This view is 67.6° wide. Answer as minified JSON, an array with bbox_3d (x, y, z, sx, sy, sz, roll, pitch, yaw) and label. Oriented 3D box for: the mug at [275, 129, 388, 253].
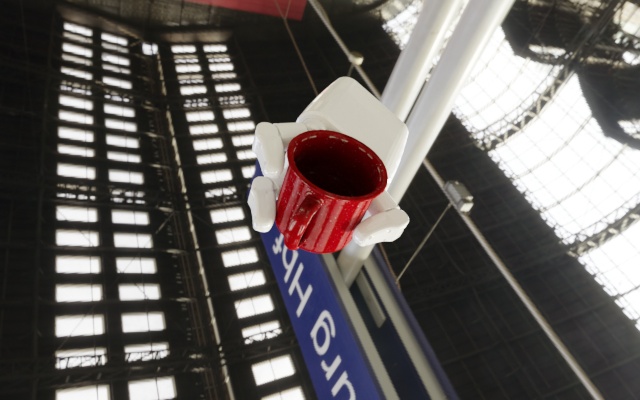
[{"bbox_3d":[0.000,0.002,0.433,0.093,0.082,0.117,27,42,5],"label":"mug"}]
